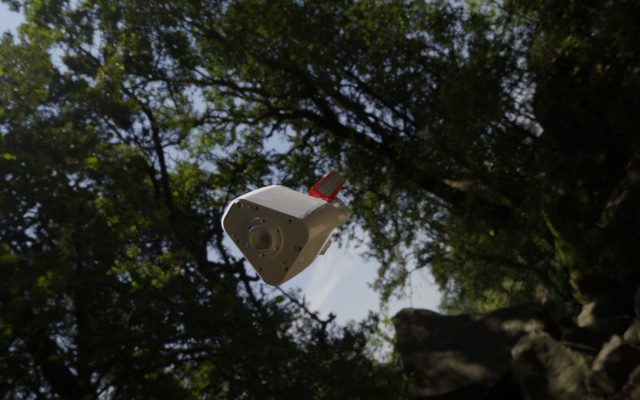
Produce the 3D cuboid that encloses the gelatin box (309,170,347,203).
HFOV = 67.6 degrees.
[{"bbox_3d":[0.000,0.002,0.723,0.030,0.073,0.089,33,30,7],"label":"gelatin box"}]
